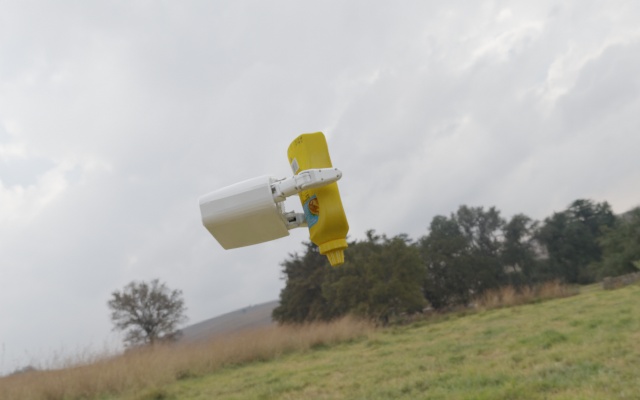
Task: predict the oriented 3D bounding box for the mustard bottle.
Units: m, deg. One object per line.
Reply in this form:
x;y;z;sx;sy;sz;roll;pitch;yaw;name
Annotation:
0.000;0.002;0.705;0.058;0.191;0.096;-10;-15;-19;mustard bottle
